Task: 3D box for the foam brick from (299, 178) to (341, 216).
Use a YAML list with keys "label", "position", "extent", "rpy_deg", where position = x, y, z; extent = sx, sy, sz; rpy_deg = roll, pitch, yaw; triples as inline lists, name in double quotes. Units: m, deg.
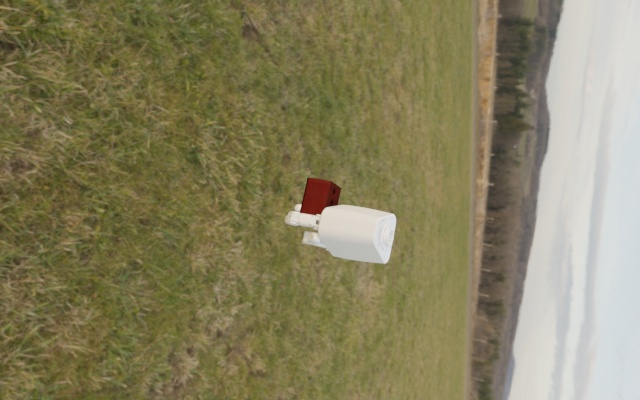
- label: "foam brick"
  position: [0.000, 0.003, 0.895]
  extent: [0.051, 0.078, 0.053]
  rpy_deg: [7, -11, 27]
